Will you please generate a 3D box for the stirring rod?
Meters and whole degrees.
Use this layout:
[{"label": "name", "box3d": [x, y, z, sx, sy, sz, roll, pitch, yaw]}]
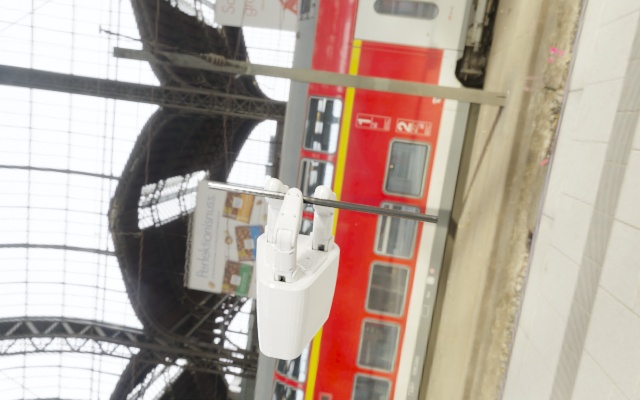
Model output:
[{"label": "stirring rod", "box3d": [0.000, 0.002, 0.495, 0.239, 0.011, 0.011, 9, 1, 6]}]
